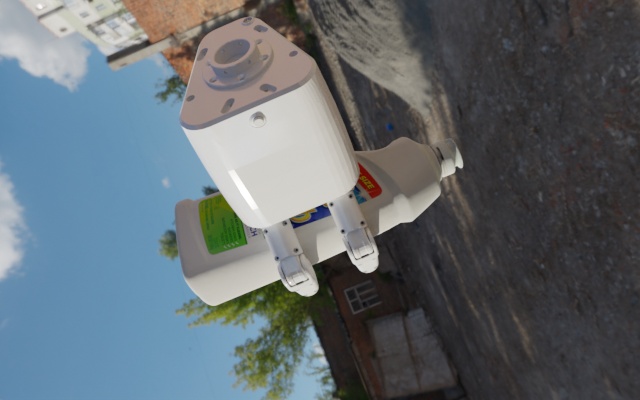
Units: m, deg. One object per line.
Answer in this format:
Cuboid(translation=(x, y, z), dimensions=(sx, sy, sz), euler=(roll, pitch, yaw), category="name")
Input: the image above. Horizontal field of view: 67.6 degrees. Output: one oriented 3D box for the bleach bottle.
Cuboid(translation=(0.000, 0.002, 0.426), dimensions=(0.251, 0.102, 0.068), euler=(-23, -41, 2), category="bleach bottle")
